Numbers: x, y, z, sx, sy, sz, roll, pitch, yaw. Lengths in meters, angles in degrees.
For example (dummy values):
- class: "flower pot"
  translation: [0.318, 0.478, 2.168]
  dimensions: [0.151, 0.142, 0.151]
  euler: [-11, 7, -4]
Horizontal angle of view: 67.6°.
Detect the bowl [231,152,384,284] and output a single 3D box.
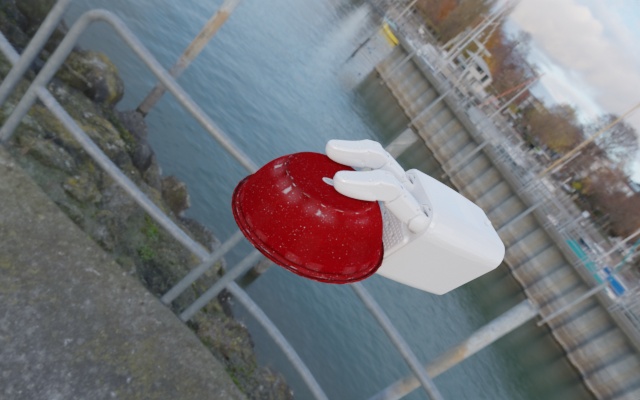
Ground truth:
- class: "bowl"
  translation: [-0.001, 0.001, 0.456]
  dimensions: [0.162, 0.055, 0.162]
  euler: [19, 33, -13]
